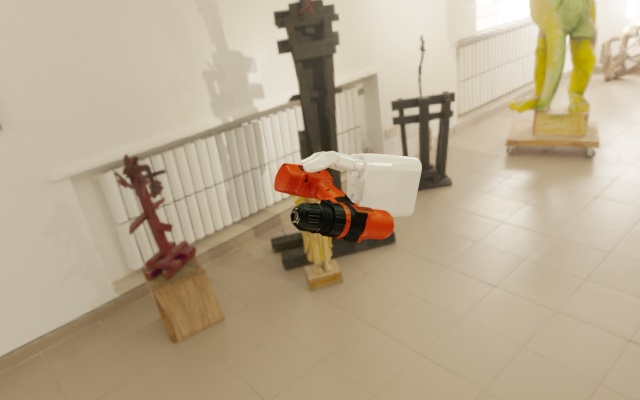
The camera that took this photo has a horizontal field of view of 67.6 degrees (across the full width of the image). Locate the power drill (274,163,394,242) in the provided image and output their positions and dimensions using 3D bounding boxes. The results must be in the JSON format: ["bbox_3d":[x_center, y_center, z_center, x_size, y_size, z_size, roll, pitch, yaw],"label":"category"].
[{"bbox_3d":[0.000,0.002,0.755,0.184,0.057,0.187,9,21,-38],"label":"power drill"}]
